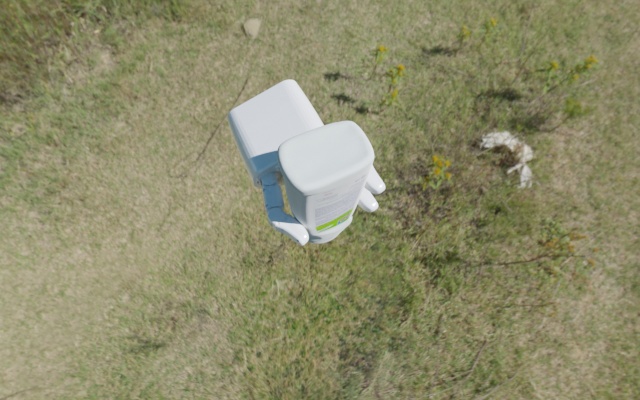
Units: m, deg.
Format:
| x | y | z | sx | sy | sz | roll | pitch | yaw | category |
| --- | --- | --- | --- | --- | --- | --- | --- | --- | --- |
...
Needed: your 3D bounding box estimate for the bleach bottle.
| x | y | z | sx | sy | sz | roll | pitch | yaw | category |
| --- | --- | --- | --- | --- | --- | --- | --- | --- | --- |
| 0.000 | 0.002 | 0.605 | 0.102 | 0.068 | 0.251 | -23 | -21 | -13 | bleach bottle |
